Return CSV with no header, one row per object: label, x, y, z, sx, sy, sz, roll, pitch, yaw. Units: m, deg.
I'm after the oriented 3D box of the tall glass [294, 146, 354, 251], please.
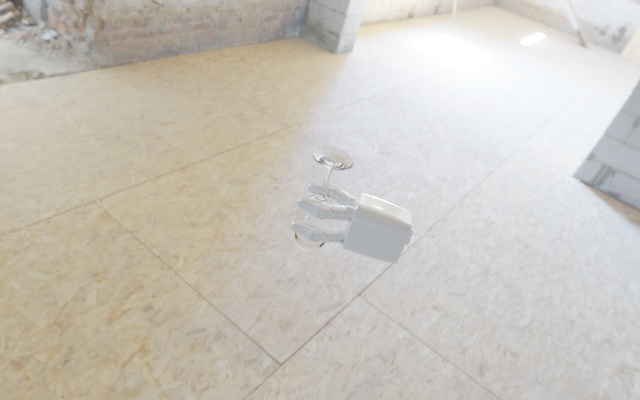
tall glass,0.000,0.002,0.897,0.079,0.201,0.079,11,36,-8
